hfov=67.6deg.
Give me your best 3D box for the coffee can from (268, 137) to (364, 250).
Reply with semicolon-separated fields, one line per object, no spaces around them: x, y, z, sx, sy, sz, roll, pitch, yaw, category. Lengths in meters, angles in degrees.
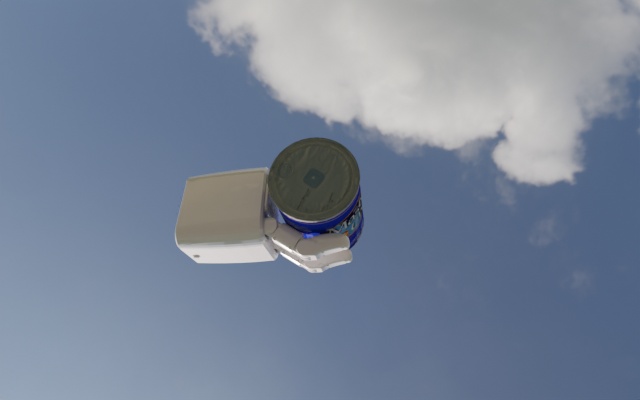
0.000;0.002;0.587;0.103;0.102;0.140;0;-23;7;coffee can
